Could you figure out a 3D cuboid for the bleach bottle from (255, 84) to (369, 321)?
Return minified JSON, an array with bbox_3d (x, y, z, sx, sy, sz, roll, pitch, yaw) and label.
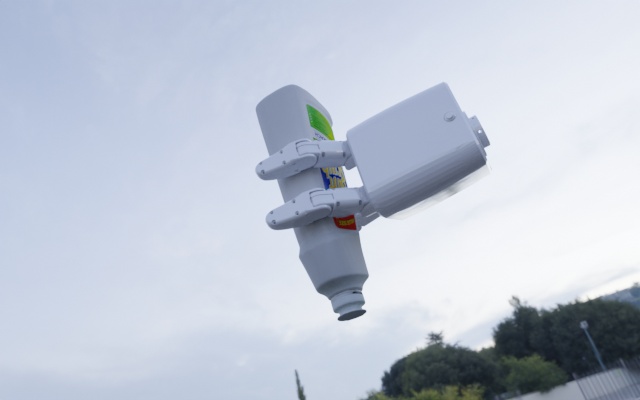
[{"bbox_3d":[0.000,0.002,0.497,0.068,0.250,0.103,-27,-30,18],"label":"bleach bottle"}]
